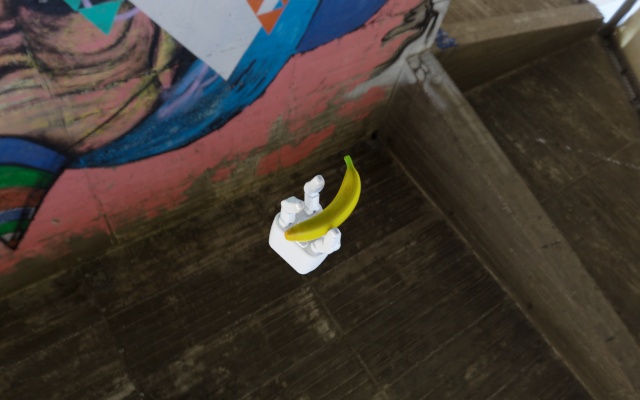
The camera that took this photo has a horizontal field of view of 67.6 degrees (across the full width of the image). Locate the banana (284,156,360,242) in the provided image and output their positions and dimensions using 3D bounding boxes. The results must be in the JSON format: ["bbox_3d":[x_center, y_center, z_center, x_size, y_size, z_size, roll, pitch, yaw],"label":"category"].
[{"bbox_3d":[0.017,0.012,0.824,0.069,0.197,0.037,38,-28,0],"label":"banana"}]
